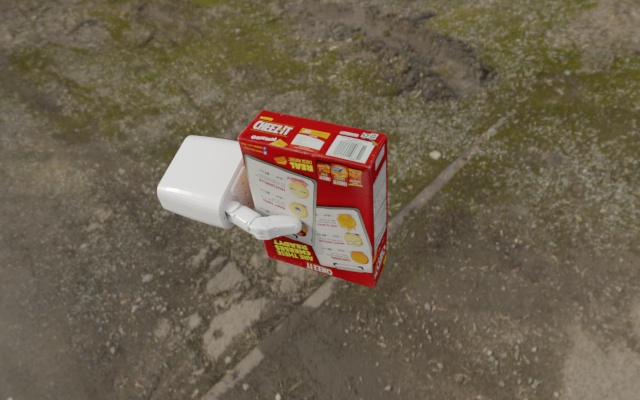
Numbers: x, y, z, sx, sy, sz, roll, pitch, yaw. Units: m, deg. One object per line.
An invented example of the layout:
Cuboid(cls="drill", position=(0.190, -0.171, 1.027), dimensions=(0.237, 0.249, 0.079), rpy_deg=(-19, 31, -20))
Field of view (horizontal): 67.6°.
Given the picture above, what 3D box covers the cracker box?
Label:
Cuboid(cls="cracker box", position=(0.000, 0.002, 0.604), dimensions=(0.164, 0.214, 0.072), rpy_deg=(14, 48, 21))
